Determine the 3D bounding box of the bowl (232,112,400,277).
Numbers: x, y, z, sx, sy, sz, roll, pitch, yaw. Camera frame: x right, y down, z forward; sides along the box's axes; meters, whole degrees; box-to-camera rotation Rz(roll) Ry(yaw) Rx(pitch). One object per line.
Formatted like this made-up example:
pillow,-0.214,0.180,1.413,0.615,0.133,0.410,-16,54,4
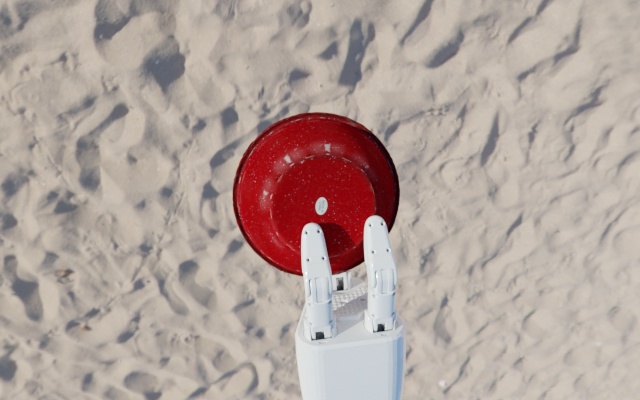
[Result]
bowl,0.000,0.000,0.433,0.162,0.162,0.055,0,10,-6
